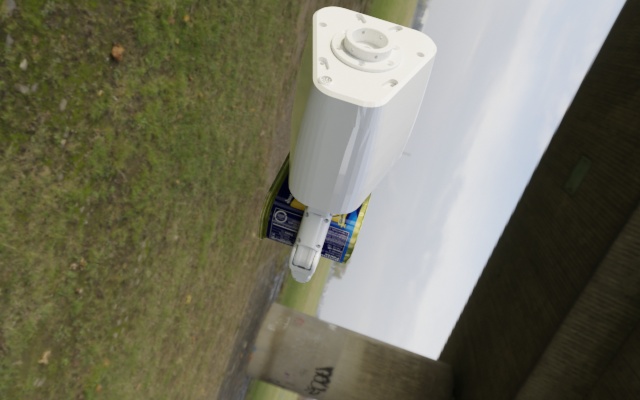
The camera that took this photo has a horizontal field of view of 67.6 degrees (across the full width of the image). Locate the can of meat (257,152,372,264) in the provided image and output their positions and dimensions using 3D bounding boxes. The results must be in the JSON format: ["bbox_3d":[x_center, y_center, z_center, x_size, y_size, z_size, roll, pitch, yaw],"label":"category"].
[{"bbox_3d":[0.000,0.002,0.438,0.084,0.102,0.057,18,-44,4],"label":"can of meat"}]
